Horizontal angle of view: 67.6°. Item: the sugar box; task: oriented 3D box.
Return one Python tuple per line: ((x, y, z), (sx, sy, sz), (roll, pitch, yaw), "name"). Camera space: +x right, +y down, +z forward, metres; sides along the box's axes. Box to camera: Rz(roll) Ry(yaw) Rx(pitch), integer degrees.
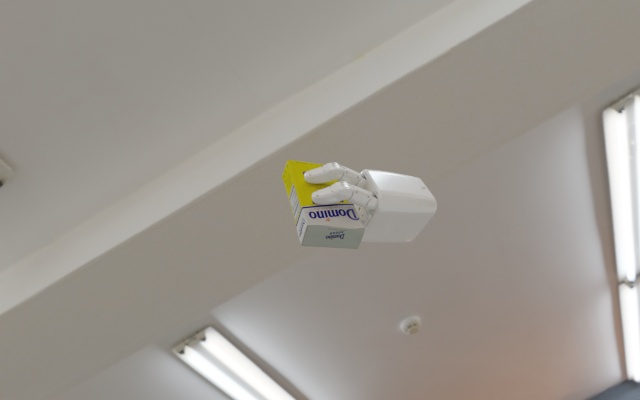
((0.000, 0.002, 0.756), (0.093, 0.048, 0.176), (5, 32, -20), "sugar box")
